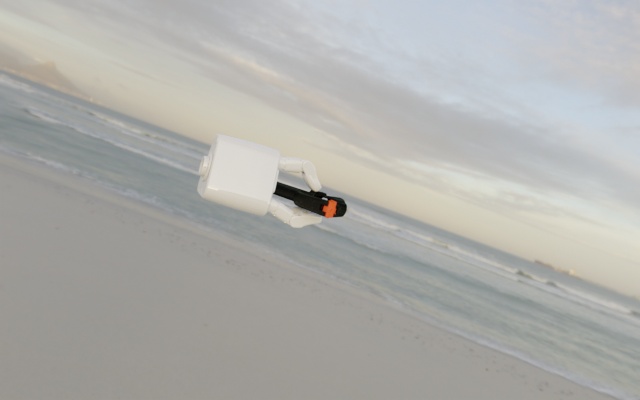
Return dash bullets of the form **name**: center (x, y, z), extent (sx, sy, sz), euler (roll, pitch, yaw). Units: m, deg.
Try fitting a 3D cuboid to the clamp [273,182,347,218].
- **clamp**: center (0.000, 0.002, 0.854), extent (0.164, 0.036, 0.210), euler (13, 4, -22)
